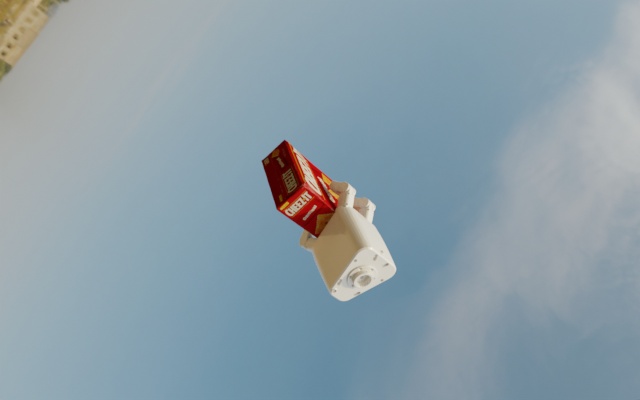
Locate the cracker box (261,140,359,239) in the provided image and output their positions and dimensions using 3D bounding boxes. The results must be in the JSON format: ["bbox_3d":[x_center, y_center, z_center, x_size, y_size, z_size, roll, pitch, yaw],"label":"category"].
[{"bbox_3d":[0.000,0.003,0.886,0.214,0.072,0.164,39,16,-35],"label":"cracker box"}]
